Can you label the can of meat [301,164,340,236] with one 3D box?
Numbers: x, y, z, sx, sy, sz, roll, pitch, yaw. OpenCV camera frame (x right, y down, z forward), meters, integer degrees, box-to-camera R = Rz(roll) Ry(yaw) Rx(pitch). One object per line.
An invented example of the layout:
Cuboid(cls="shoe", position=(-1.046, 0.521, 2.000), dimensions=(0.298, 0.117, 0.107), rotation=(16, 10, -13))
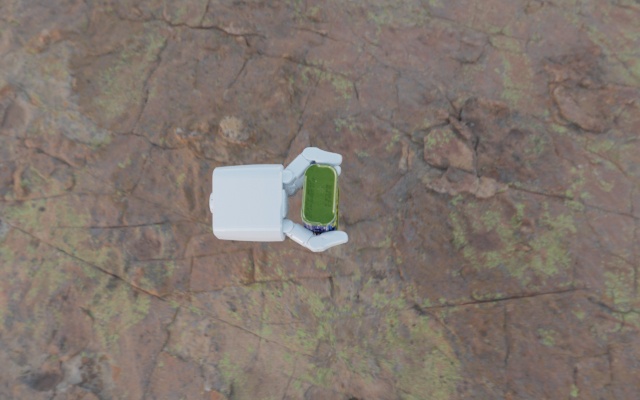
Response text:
Cuboid(cls="can of meat", position=(0.000, 0.002, 0.744), dimensions=(0.057, 0.102, 0.084), rotation=(2, -17, 3))
